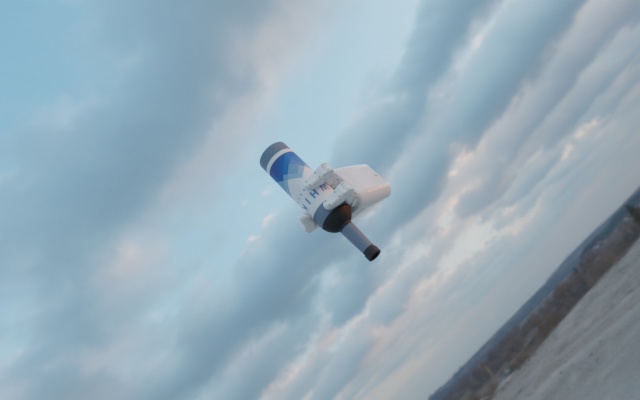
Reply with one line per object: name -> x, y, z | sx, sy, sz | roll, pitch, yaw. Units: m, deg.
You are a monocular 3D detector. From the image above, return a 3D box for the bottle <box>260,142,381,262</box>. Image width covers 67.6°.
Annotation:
bottle -> 0.000, 0.003, 0.888 | 0.295, 0.069, 0.069 | 45, 23, 25
